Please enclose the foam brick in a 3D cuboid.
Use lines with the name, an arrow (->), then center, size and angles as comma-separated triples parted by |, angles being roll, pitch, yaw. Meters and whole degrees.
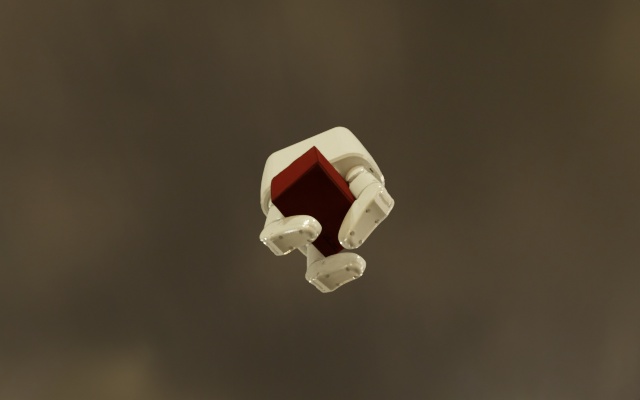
foam brick -> 0.000, 0.001, 0.417 | 0.053, 0.078, 0.051 | -37, 23, 11
